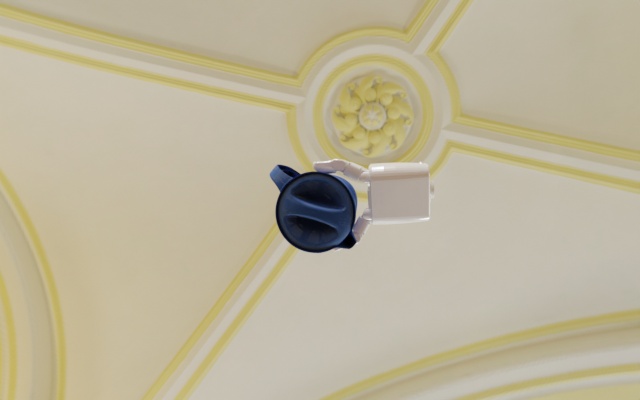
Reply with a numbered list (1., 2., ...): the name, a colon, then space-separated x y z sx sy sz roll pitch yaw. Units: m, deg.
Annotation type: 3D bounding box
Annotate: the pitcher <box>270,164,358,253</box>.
1. pitcher: 0.000 0.003 0.884 0.145 0.149 0.243 -4 4 8
